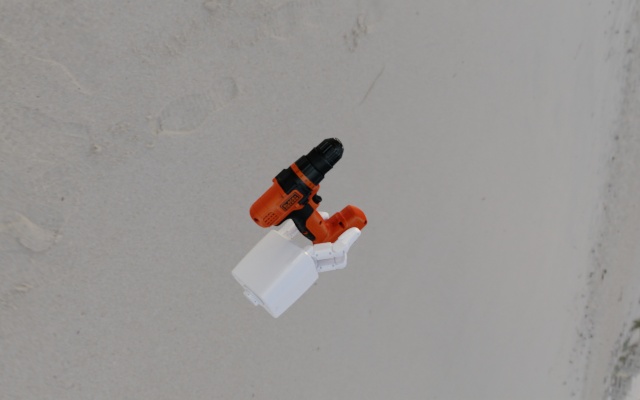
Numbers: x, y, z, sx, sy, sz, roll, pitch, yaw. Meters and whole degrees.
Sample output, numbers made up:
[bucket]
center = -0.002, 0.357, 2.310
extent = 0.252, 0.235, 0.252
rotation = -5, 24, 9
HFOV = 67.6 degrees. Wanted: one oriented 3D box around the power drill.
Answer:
[power drill]
center = 0.000, 0.003, 0.794
extent = 0.188, 0.184, 0.057
rotation = 42, 11, -42
